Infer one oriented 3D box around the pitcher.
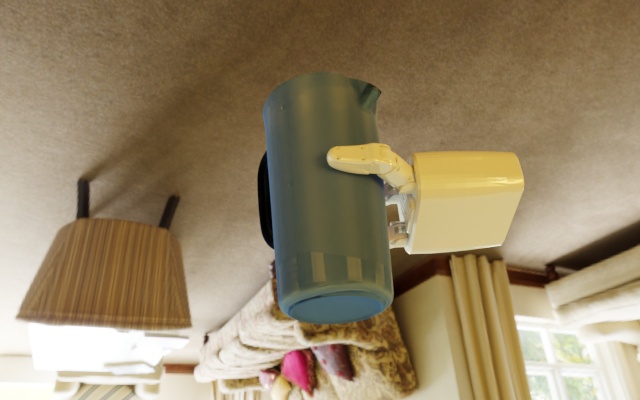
[{"bbox_3d":[0.000,0.002,0.506,0.145,0.242,0.149,-2,-30,-3],"label":"pitcher"}]
